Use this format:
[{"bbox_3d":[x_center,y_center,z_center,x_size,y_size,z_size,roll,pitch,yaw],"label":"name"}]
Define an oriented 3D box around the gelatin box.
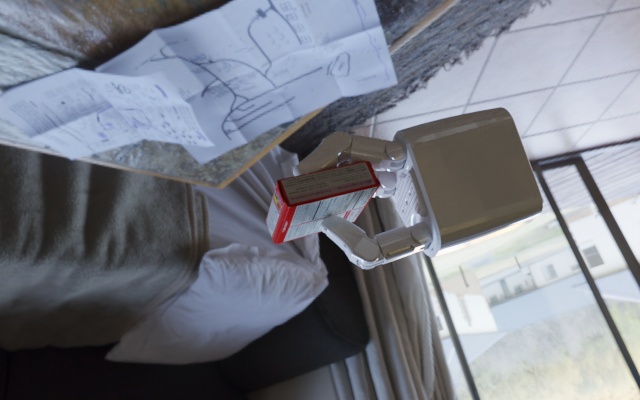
[{"bbox_3d":[0.000,0.002,0.428,0.089,0.030,0.073,-15,-24,-22],"label":"gelatin box"}]
